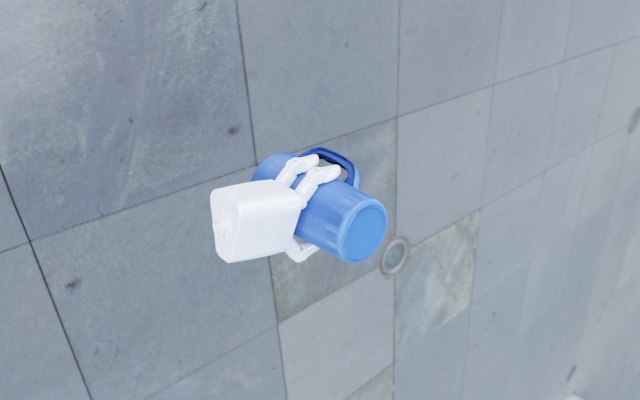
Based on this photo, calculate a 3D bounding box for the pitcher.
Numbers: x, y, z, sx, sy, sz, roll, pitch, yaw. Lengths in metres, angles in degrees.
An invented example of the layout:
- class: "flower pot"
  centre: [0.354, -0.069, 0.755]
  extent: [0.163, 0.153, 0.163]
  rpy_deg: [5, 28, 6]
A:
- class: "pitcher"
  centre: [0.000, 0.003, 0.817]
  extent: [0.145, 0.149, 0.242]
  rpy_deg: [-9, 25, -39]
